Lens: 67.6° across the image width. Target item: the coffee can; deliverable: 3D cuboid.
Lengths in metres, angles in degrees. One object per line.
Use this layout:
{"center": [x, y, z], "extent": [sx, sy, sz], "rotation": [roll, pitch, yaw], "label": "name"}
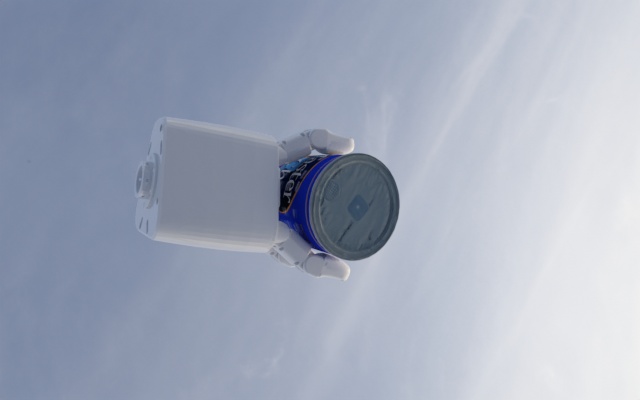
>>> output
{"center": [0.000, 0.002, 0.510], "extent": [0.103, 0.103, 0.140], "rotation": [0, 4, -31], "label": "coffee can"}
